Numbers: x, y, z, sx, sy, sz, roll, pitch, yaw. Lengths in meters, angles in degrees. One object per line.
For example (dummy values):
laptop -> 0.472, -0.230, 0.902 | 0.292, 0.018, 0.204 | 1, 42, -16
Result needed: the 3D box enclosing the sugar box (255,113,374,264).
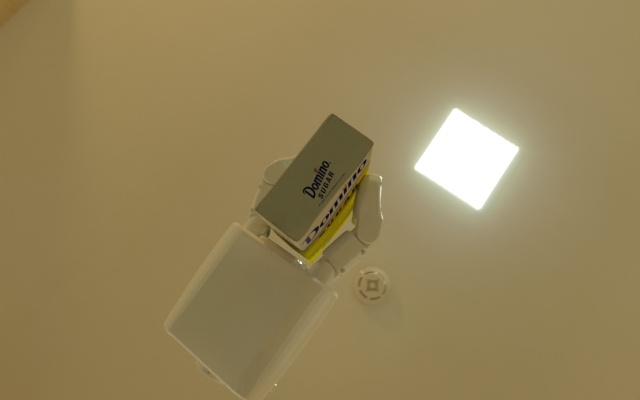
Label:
sugar box -> 0.000, 0.002, 0.419 | 0.048, 0.093, 0.176 | 37, -8, 7
